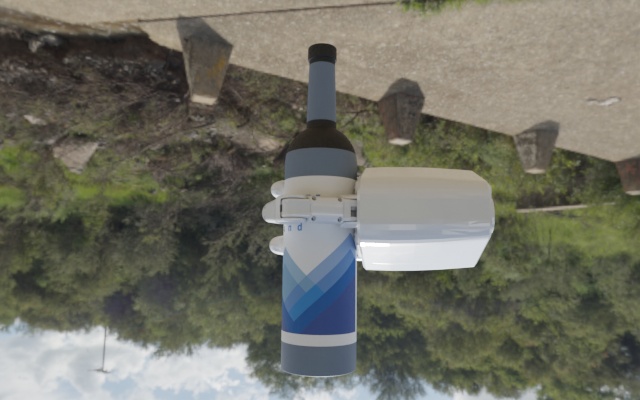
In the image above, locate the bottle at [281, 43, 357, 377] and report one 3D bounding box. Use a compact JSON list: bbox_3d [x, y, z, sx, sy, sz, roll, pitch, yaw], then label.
[{"bbox_3d":[0.000,0.002,0.438,0.069,0.295,0.069,1,-7,0],"label":"bottle"}]
